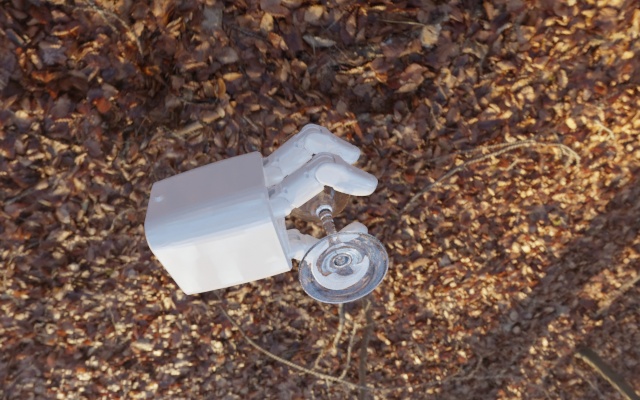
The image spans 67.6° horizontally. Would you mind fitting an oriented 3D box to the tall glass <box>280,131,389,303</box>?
[{"bbox_3d":[0.000,0.002,0.461,0.079,0.079,0.201,0,33,-13],"label":"tall glass"}]
